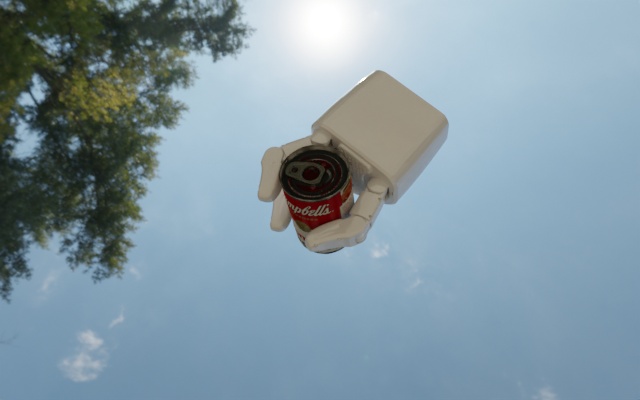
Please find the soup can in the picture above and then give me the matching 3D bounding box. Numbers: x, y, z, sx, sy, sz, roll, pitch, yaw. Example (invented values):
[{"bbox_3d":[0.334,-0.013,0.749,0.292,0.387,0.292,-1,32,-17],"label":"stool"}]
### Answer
[{"bbox_3d":[0.000,0.002,0.487,0.068,0.068,0.102,0,-35,9],"label":"soup can"}]
